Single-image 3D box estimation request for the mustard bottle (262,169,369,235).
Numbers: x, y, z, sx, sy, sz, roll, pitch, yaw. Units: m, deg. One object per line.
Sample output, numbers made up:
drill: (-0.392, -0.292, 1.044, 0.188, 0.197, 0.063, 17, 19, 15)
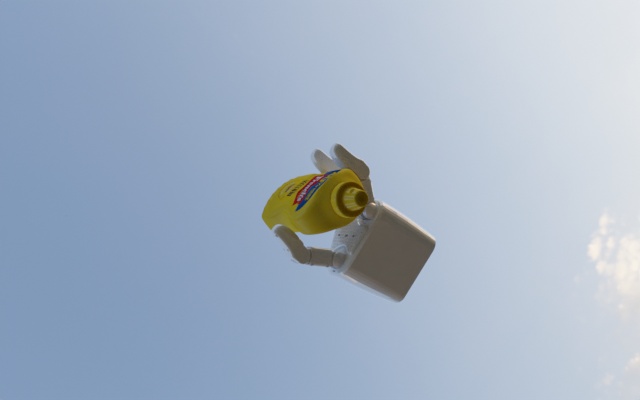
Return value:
mustard bottle: (0.000, 0.002, 0.591, 0.096, 0.058, 0.191, -42, 17, -22)
